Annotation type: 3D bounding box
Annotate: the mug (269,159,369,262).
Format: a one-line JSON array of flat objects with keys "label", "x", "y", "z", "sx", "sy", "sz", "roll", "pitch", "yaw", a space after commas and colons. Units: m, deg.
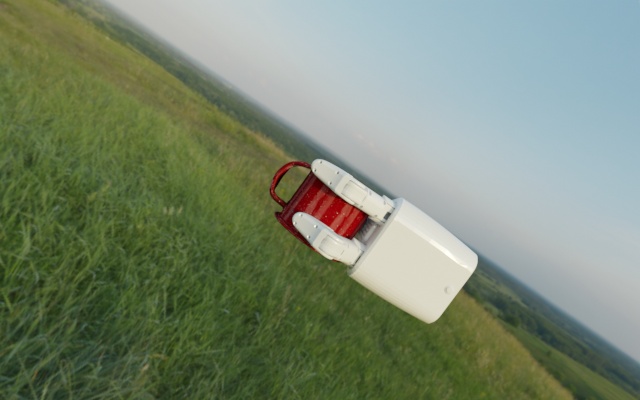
[{"label": "mug", "x": -0.001, "y": 0.001, "z": 0.528, "sx": 0.117, "sy": 0.081, "sz": 0.093, "roll": 35, "pitch": 5, "yaw": -7}]
